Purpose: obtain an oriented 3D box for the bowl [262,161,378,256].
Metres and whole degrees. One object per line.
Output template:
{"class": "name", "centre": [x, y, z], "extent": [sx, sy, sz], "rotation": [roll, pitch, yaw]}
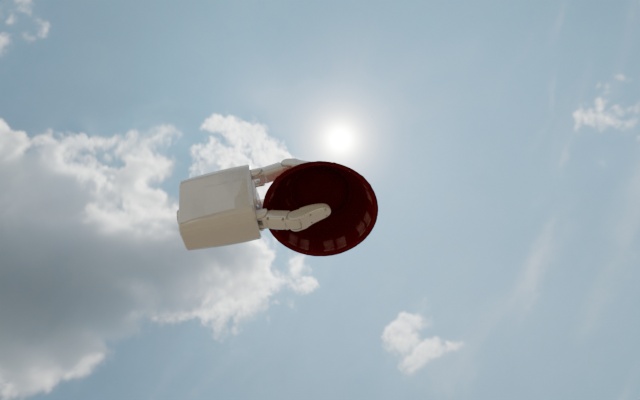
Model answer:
{"class": "bowl", "centre": [0.001, 0.002, 0.687], "extent": [0.162, 0.162, 0.055], "rotation": [0, 34, 0]}
